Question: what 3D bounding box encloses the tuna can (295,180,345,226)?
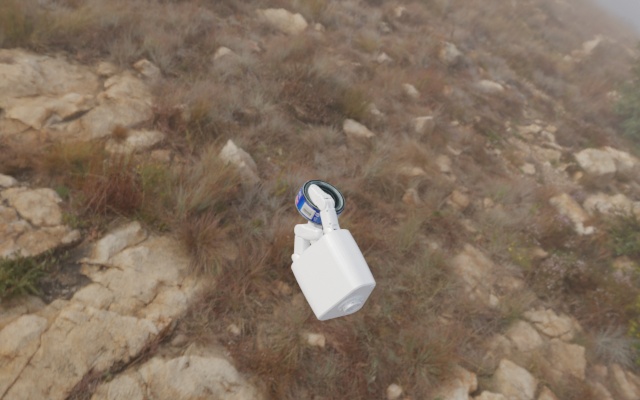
[{"bbox_3d":[0.000,0.002,0.855,0.086,0.086,0.034,0,-43,-33],"label":"tuna can"}]
